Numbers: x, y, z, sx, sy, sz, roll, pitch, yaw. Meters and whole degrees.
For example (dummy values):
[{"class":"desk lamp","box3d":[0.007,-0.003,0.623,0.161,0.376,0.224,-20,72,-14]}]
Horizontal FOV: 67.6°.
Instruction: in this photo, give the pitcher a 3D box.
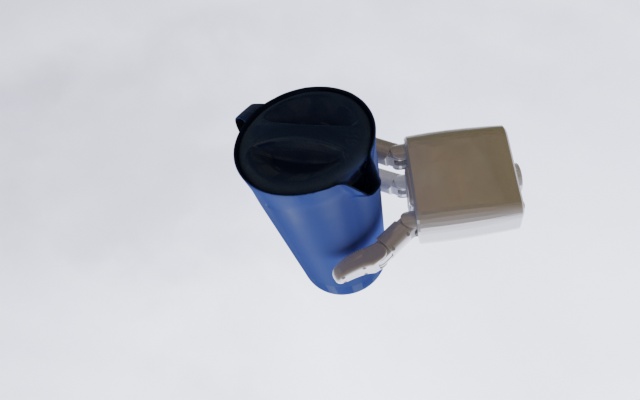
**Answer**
[{"class":"pitcher","box3d":[0.000,0.002,0.529,0.145,0.149,0.243,-10,-37,7]}]
